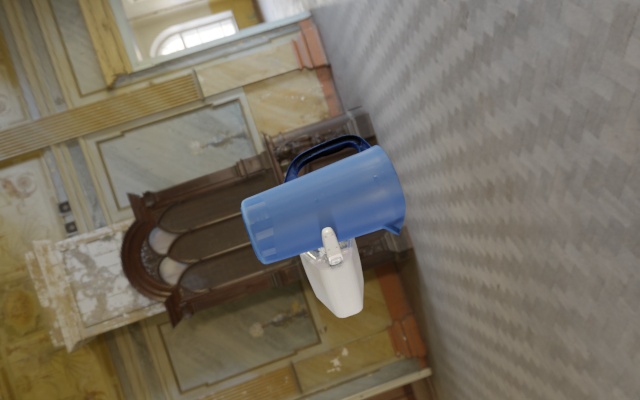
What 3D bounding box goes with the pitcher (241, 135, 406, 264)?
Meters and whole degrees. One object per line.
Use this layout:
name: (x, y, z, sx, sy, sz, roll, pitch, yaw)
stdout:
pitcher: (0.000, 0.003, 0.762, 0.243, 0.145, 0.149, -19, 26, -5)
